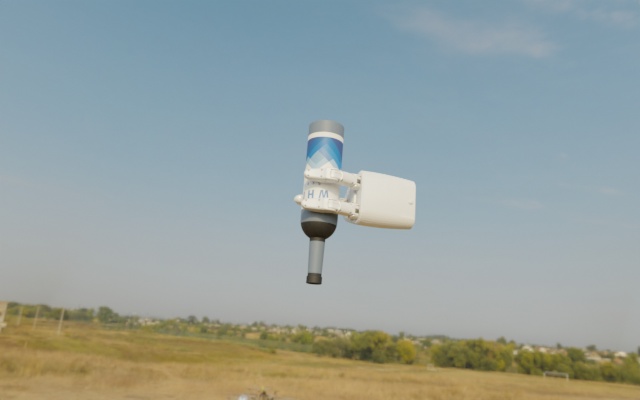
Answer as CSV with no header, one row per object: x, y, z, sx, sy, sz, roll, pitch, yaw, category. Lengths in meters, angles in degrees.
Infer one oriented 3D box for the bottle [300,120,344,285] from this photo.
0.000,0.003,0.864,0.069,0.295,0.069,4,-15,1,bottle
